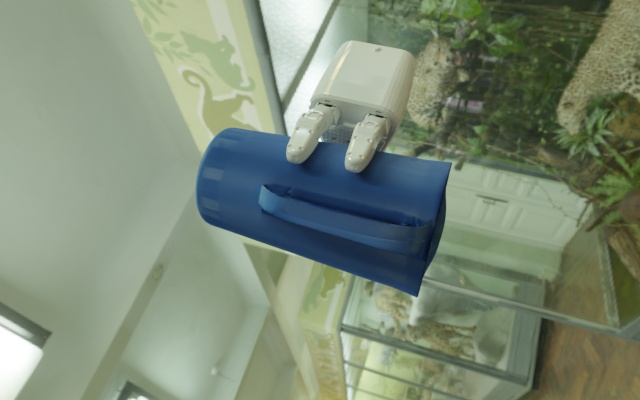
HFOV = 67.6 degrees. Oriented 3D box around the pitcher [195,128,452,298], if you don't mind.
[{"bbox_3d":[0.000,0.001,0.476,0.243,0.145,0.149,14,-36,14],"label":"pitcher"}]
